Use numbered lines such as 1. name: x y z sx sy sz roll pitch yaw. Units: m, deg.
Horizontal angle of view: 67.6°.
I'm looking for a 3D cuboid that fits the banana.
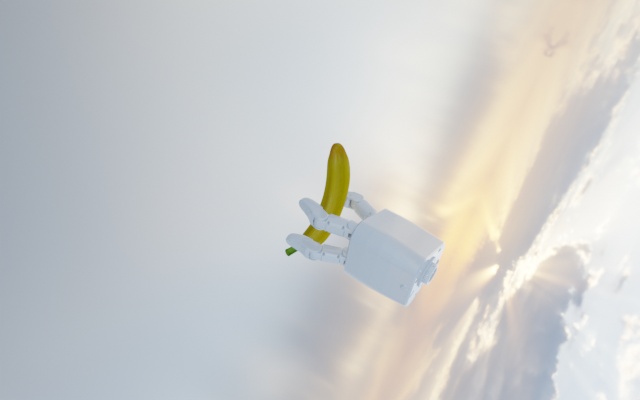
1. banana: 0.010 0.005 0.741 0.037 0.198 0.069 34 21 30
